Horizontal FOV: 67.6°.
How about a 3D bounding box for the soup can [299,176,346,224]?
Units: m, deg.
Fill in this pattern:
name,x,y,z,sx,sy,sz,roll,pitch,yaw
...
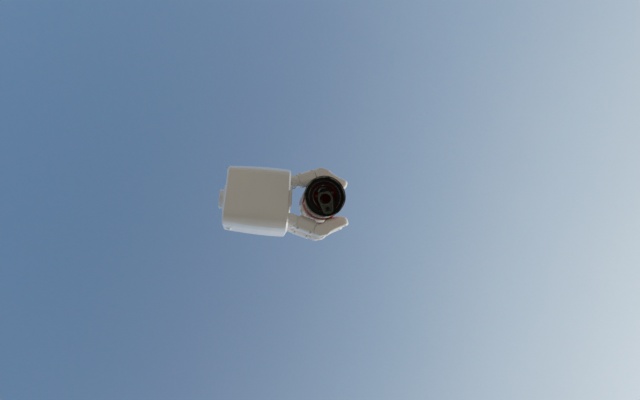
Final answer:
name,x,y,z,sx,sy,sz,roll,pitch,yaw
soup can,0.001,0.003,0.814,0.068,0.068,0.102,0,-11,-9
